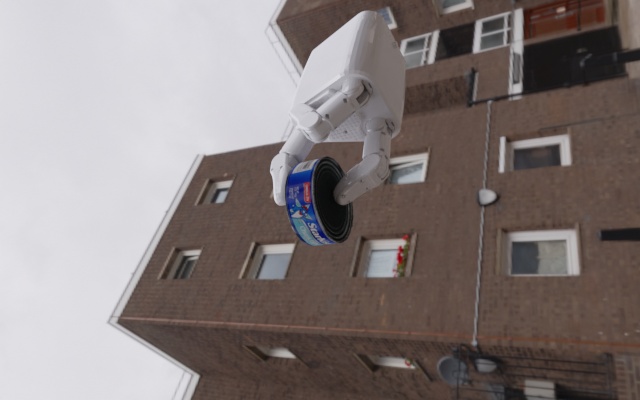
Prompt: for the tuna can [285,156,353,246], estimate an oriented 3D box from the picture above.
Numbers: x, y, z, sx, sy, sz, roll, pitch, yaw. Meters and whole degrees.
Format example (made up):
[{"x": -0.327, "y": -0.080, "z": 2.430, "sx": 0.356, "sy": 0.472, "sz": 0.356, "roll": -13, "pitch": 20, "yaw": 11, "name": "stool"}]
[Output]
[{"x": 0.000, "y": 0.002, "z": 0.474, "sx": 0.034, "sy": 0.086, "sz": 0.086, "roll": -10, "pitch": -5, "yaw": 26, "name": "tuna can"}]
